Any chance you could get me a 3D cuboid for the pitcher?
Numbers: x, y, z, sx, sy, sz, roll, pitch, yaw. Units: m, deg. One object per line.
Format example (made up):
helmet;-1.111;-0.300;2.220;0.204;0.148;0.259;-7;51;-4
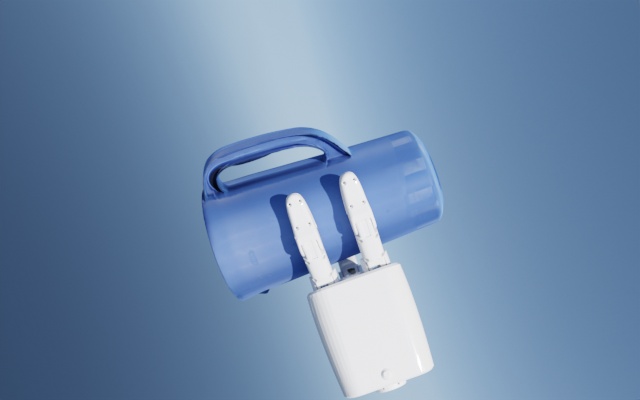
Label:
pitcher;0.000;0.002;0.521;0.243;0.145;0.149;-19;-14;0
